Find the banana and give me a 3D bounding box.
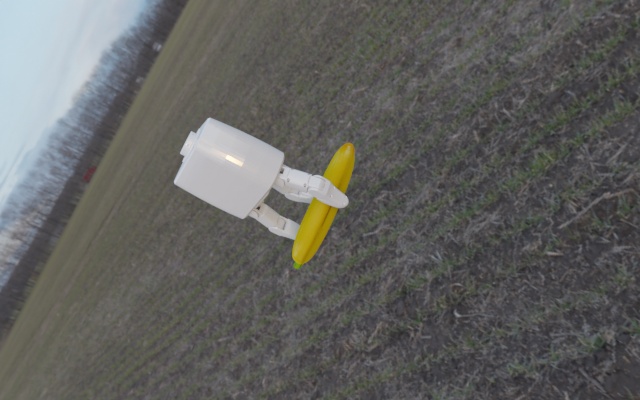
[{"bbox_3d":[0.002,0.007,0.662,0.037,0.198,0.069,26,0,-13],"label":"banana"}]
